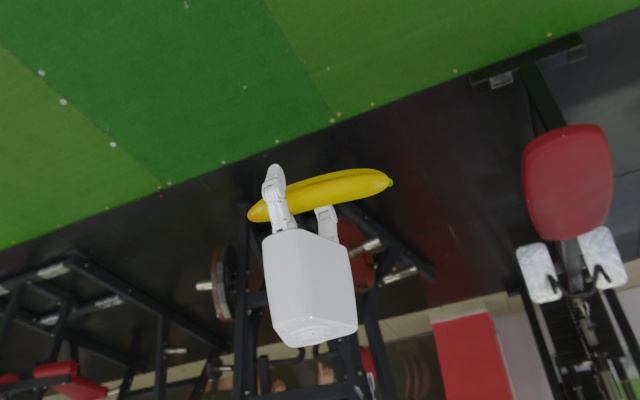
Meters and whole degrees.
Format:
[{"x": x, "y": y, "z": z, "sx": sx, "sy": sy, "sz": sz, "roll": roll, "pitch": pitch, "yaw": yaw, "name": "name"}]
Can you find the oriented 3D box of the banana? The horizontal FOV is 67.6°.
[{"x": 0.004, "y": -0.007, "z": 0.598, "sx": 0.198, "sy": 0.037, "sz": 0.070, "roll": -12, "pitch": -24, "yaw": -7, "name": "banana"}]
